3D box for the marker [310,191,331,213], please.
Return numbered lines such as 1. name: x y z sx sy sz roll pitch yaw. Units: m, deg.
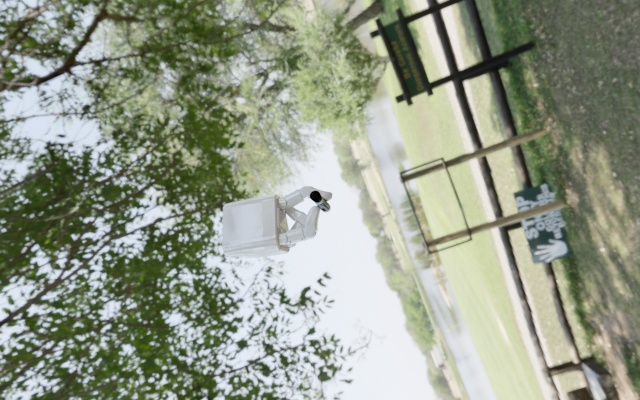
1. marker: 0.000 0.003 0.847 0.020 0.020 0.121 0 -11 10
